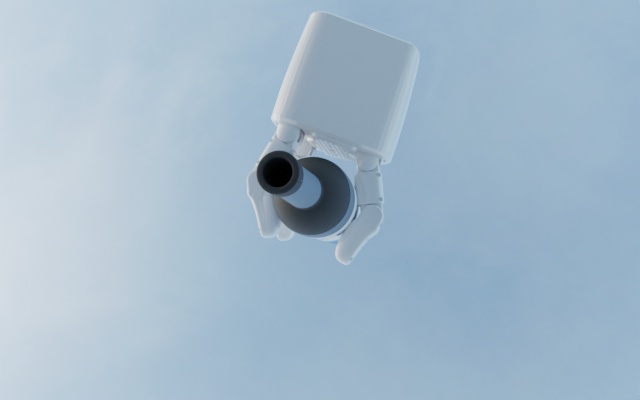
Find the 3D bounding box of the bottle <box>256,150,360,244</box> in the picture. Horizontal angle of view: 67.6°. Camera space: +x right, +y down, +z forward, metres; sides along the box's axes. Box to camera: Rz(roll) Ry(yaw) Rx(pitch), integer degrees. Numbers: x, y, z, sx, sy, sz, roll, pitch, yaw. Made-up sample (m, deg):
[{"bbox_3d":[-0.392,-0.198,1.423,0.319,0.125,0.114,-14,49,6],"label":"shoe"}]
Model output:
[{"bbox_3d":[0.000,0.002,0.432,0.069,0.069,0.296,0,-7,10],"label":"bottle"}]
